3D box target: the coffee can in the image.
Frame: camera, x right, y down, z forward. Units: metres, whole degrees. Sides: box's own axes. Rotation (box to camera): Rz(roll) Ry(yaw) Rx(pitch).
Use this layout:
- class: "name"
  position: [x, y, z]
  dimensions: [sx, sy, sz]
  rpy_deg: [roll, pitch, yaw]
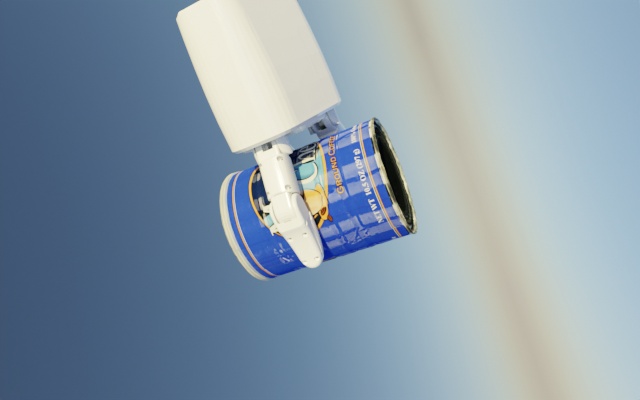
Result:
- class: "coffee can"
  position: [0.000, 0.002, 0.415]
  dimensions: [0.140, 0.103, 0.103]
  rpy_deg: [-20, -6, 17]
